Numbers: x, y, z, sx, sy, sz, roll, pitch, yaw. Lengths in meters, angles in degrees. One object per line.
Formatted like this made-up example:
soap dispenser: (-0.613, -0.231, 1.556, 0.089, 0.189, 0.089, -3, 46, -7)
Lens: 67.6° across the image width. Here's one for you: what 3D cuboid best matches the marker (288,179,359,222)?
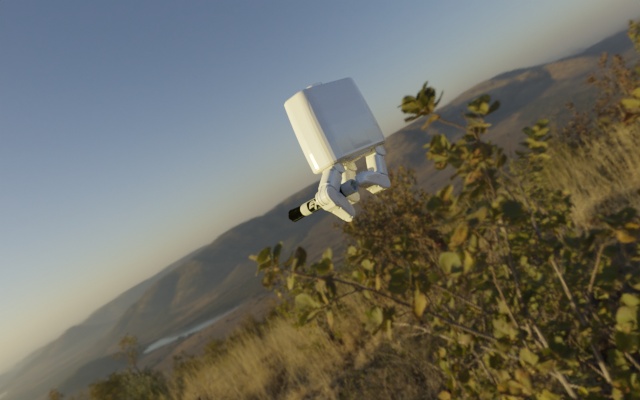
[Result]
marker: (0.000, 0.002, 0.650, 0.121, 0.020, 0.020, -27, -17, 37)
